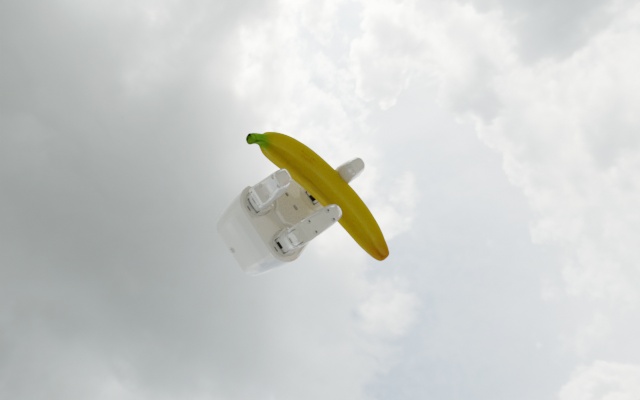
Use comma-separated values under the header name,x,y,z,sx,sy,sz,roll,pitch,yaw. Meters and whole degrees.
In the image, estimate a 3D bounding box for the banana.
name,x,y,z,sx,sy,sz,roll,pitch,yaw
banana,0.001,-0.011,0.510,0.037,0.198,0.069,-39,20,32
